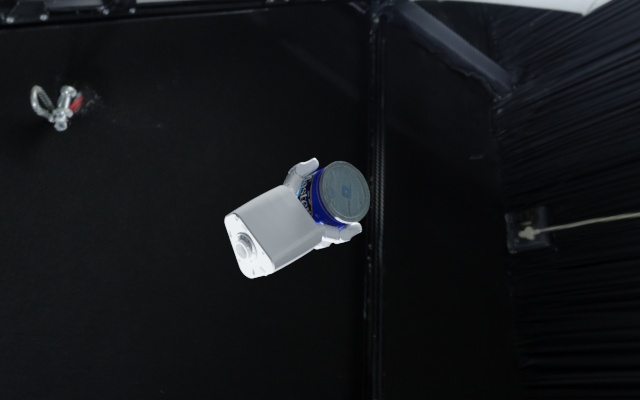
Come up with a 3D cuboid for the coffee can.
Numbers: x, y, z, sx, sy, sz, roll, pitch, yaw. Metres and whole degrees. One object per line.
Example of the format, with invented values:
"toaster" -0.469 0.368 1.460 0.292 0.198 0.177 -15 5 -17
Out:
"coffee can" 0.000 0.003 0.820 0.103 0.102 0.140 0 -14 -39
